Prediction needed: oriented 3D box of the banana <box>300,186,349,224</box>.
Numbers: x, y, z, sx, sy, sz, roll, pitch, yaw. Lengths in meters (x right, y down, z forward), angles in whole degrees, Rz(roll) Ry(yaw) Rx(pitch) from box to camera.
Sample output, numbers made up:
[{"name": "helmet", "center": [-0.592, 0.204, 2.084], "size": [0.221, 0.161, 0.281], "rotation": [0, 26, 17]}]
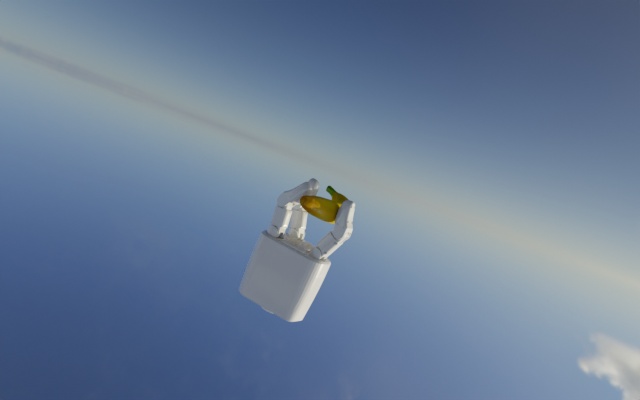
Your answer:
[{"name": "banana", "center": [0.017, 0.011, 0.766], "size": [0.069, 0.037, 0.198], "rotation": [29, 9, 8]}]
